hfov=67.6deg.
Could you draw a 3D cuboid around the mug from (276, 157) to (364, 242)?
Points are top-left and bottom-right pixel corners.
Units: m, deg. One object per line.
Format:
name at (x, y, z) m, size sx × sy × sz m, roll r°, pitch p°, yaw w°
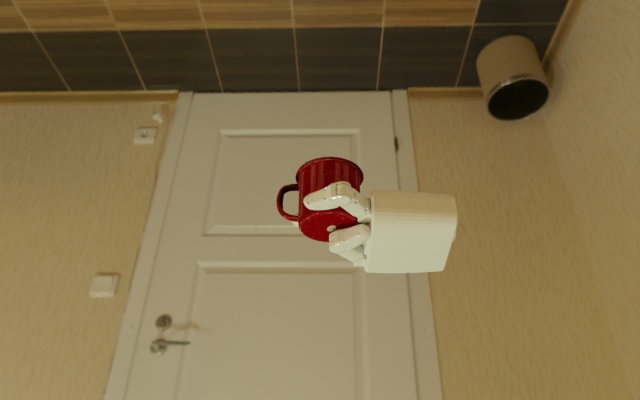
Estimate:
mug at (-0.001, 0.002, 0.630) m, size 0.117 × 0.081 × 0.093 m, roll 1°, pitch -33°, yaw 0°
